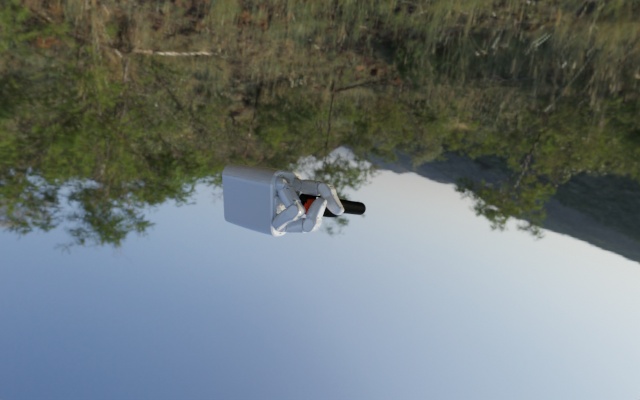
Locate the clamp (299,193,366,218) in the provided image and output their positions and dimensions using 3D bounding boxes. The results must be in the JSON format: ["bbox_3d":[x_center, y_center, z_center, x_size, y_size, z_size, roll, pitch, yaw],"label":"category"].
[{"bbox_3d":[0.000,0.003,0.865,0.120,0.039,0.171,12,4,27],"label":"clamp"}]
